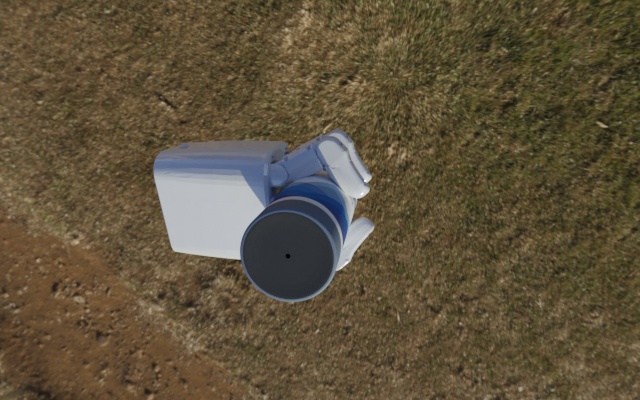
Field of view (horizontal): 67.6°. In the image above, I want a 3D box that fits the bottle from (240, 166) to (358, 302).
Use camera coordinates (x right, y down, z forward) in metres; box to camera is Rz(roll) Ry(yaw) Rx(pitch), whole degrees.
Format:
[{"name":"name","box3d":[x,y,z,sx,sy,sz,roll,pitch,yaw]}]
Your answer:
[{"name":"bottle","box3d":[0.000,0.002,0.457,0.069,0.069,0.295,0,14,9]}]
